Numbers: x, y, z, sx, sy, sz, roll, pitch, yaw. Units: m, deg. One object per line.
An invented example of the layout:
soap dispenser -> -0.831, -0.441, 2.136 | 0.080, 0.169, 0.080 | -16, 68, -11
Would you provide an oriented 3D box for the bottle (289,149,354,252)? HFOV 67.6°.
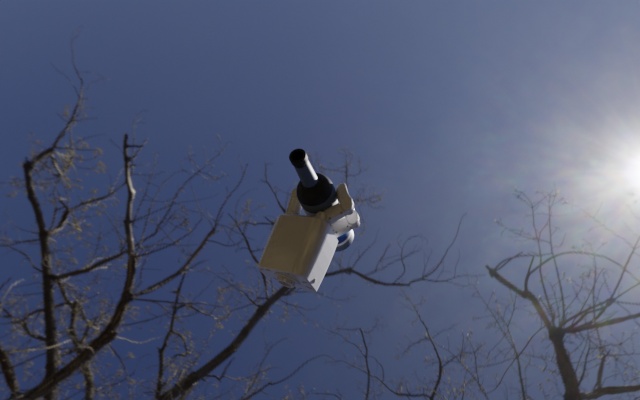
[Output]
bottle -> 0.000, 0.003, 0.861 | 0.069, 0.069, 0.296 | 0, -29, 16
